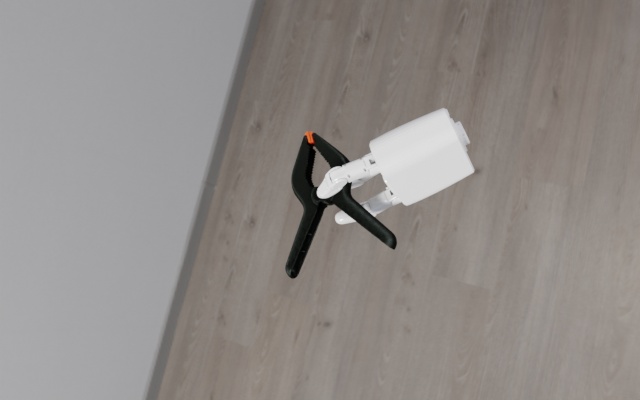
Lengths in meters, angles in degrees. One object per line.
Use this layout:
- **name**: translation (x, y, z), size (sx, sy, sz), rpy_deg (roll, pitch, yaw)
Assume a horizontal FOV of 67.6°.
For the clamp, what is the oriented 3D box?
- **clamp**: translation (0.000, 0.001, 0.685), size (0.164, 0.210, 0.036), rpy_deg (-25, -21, 15)
